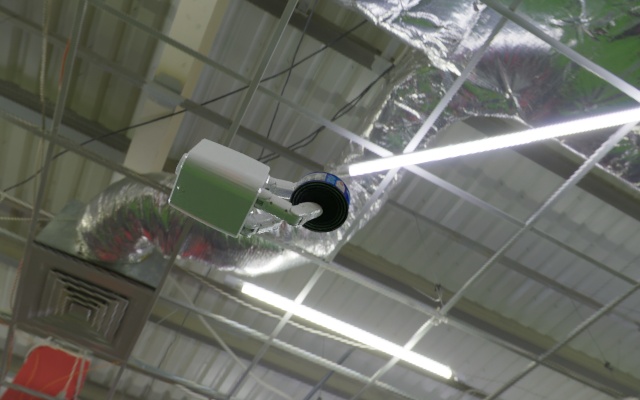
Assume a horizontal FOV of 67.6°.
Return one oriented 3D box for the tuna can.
[{"bbox_3d":[0.000,0.002,0.690,0.086,0.086,0.033,0,31,11],"label":"tuna can"}]
